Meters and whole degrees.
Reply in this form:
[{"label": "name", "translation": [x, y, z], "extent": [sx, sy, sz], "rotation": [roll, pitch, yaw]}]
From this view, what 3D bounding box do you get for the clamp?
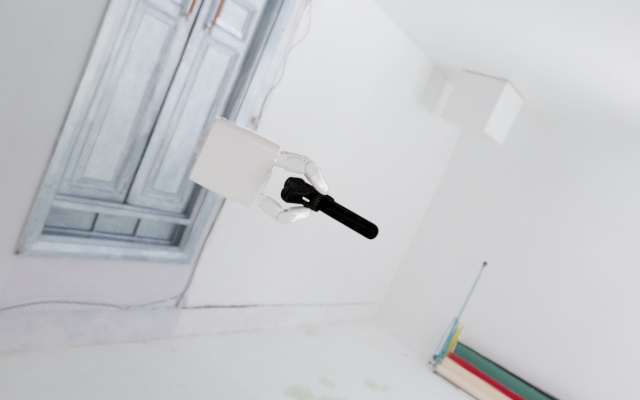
[{"label": "clamp", "translation": [-0.001, 0.003, 0.777], "extent": [0.164, 0.036, 0.210], "rotation": [26, 5, -15]}]
